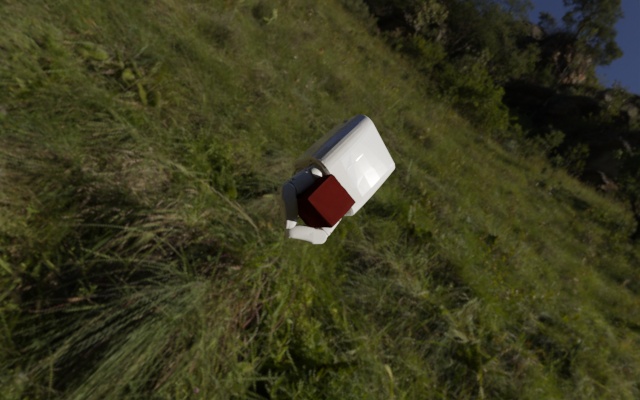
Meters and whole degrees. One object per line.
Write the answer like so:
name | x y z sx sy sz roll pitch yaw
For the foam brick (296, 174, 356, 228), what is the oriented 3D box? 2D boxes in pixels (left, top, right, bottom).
foam brick | 0.000 0.002 0.648 0.051 0.053 0.078 -44 14 -19
